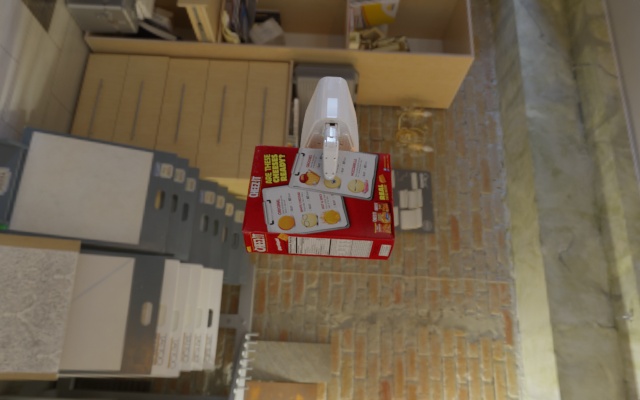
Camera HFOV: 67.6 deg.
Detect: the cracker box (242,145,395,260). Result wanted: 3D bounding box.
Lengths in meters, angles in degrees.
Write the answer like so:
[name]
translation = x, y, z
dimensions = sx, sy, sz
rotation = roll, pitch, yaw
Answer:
[cracker box]
translation = 0.000, 0.002, 0.725
dimensions = 0.214, 0.164, 0.072
rotation = 3, -36, 0
